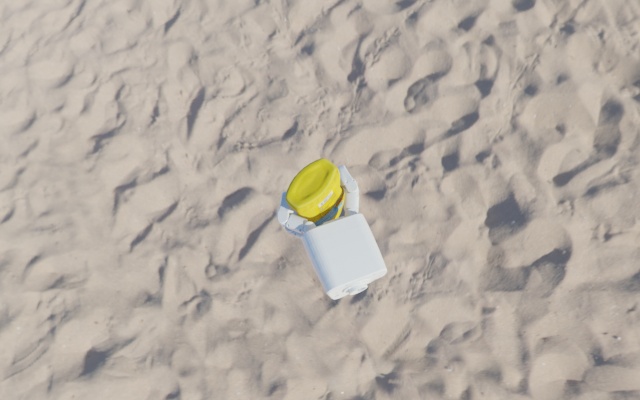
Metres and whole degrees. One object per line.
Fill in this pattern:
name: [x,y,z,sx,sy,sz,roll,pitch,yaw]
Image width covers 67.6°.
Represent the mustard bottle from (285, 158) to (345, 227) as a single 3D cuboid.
mustard bottle: [0.000,0.002,0.839,0.058,0.096,0.192,39,-9,20]
